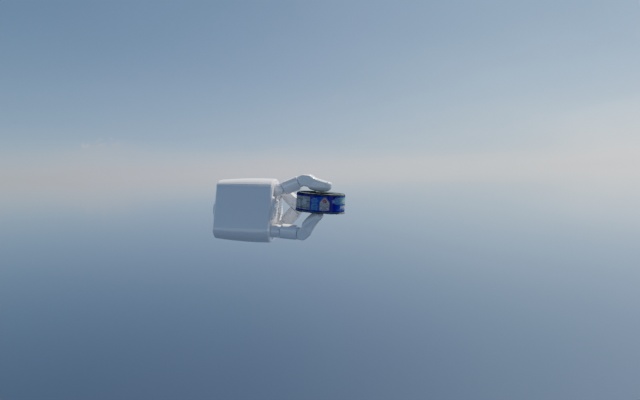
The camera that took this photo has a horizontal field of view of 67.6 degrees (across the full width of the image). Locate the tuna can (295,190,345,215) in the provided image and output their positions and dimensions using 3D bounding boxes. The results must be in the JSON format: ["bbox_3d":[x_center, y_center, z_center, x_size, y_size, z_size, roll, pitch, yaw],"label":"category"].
[{"bbox_3d":[0.000,0.002,0.821,0.086,0.034,0.086,4,4,0],"label":"tuna can"}]
